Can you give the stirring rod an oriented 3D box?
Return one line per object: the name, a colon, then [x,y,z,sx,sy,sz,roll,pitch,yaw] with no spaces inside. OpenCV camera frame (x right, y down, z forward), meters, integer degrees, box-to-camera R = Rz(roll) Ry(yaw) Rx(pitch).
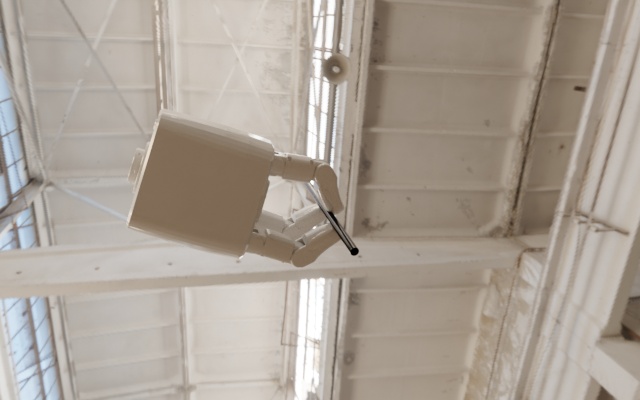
stirring rod: [0.000,0.002,0.516,0.011,0.011,0.239,0,20,-15]
